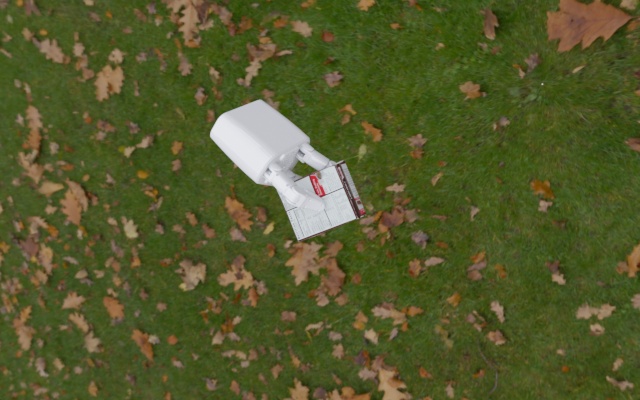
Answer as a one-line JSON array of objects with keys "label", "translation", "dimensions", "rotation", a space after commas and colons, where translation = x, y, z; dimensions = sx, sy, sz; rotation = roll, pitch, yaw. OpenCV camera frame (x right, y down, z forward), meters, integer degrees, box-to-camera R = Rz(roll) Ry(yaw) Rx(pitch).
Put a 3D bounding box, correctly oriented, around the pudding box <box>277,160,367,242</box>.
[{"label": "pudding box", "translation": [0.000, 0.002, 0.719], "dimensions": [0.113, 0.090, 0.039], "rotation": [-22, 1, 28]}]
